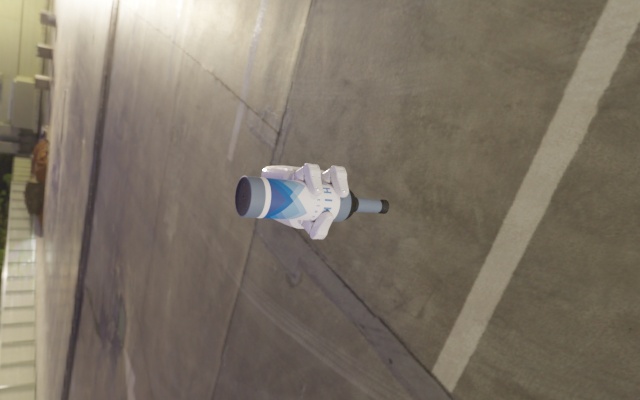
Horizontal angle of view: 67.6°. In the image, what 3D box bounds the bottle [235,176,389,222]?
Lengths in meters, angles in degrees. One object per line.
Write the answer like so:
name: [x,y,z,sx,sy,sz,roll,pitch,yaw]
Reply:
bottle: [0.000,0.003,0.838,0.296,0.069,0.069,4,-2,-33]
